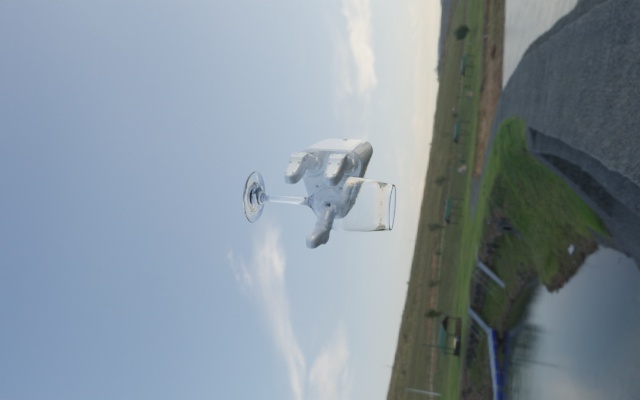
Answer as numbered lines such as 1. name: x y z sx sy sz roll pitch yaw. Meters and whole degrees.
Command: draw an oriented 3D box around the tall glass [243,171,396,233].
1. tall glass: -0.001 0.002 0.658 0.201 0.079 0.079 4 1 16
